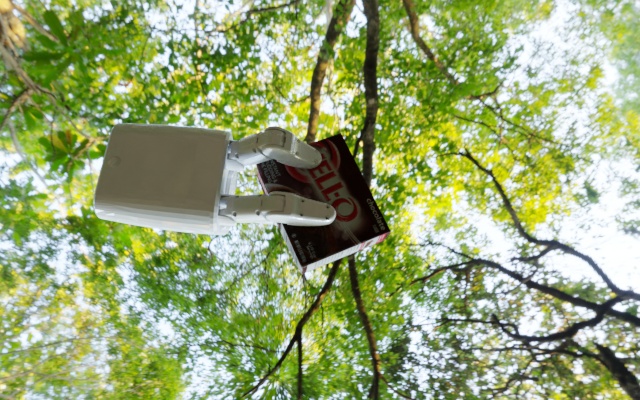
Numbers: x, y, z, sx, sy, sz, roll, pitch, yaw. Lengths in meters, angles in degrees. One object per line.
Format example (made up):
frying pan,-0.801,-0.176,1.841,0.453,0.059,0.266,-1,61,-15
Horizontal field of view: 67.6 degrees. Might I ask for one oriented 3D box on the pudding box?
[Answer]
pudding box,0.000,0.002,0.452,0.090,0.113,0.039,-21,-16,-13
